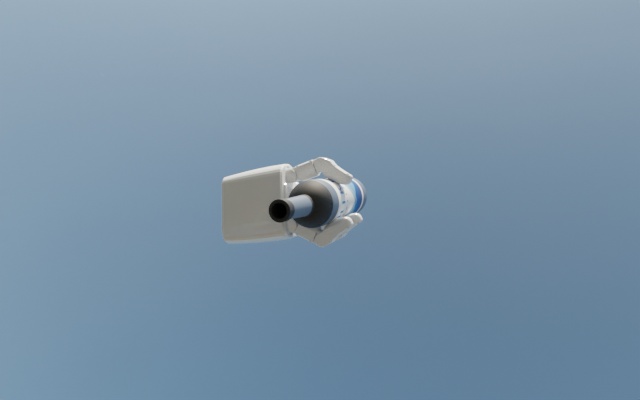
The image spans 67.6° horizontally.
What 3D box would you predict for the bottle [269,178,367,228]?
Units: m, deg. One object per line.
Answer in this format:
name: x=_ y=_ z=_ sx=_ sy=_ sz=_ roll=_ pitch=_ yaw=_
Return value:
bottle: x=0.000 y=0.002 z=0.685 sx=0.069 sy=0.069 sz=0.295 roll=0 pitch=4 yaw=19
